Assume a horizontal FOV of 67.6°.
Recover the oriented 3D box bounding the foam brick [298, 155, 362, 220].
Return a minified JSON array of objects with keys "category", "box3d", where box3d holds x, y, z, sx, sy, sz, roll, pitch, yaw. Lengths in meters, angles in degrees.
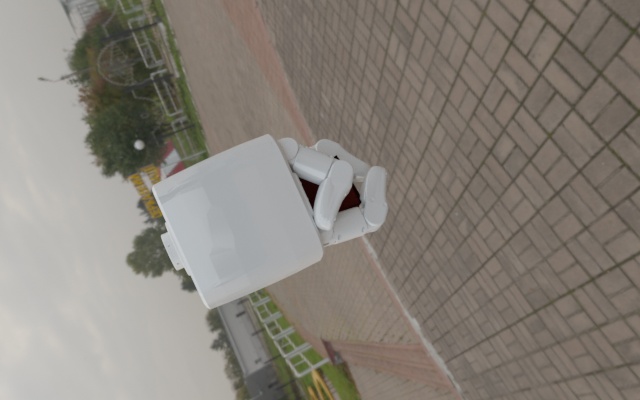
[{"category":"foam brick","box3d":[0.000,0.002,0.461,0.051,0.053,0.078,-25,-15,-15]}]
